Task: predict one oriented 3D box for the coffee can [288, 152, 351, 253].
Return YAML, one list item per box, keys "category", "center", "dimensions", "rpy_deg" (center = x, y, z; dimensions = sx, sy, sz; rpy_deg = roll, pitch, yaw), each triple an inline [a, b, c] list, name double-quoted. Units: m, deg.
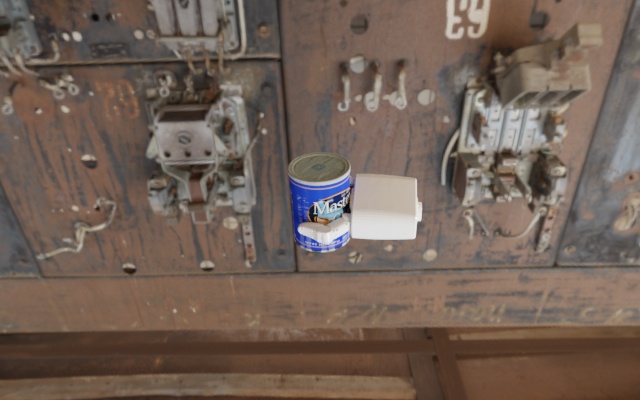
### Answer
- category: "coffee can"
  center: [0.000, 0.003, 0.815]
  dimensions: [0.103, 0.140, 0.102]
  rpy_deg: [-2, 33, 1]
